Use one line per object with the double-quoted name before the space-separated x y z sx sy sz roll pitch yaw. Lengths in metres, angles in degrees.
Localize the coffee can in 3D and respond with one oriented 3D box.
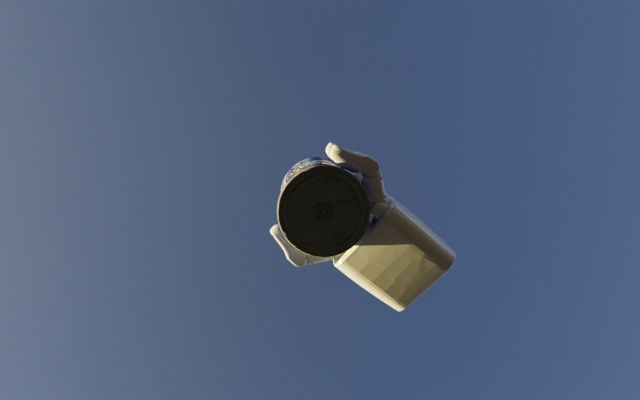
"coffee can" 0.000 0.002 0.589 0.103 0.103 0.140 0 9 -3
